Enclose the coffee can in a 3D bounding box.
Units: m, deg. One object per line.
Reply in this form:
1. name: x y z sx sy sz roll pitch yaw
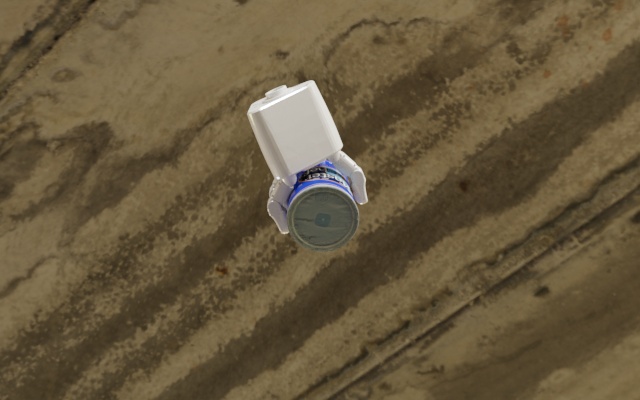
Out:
1. coffee can: 0.000 0.003 0.736 0.103 0.103 0.140 0 21 -3
